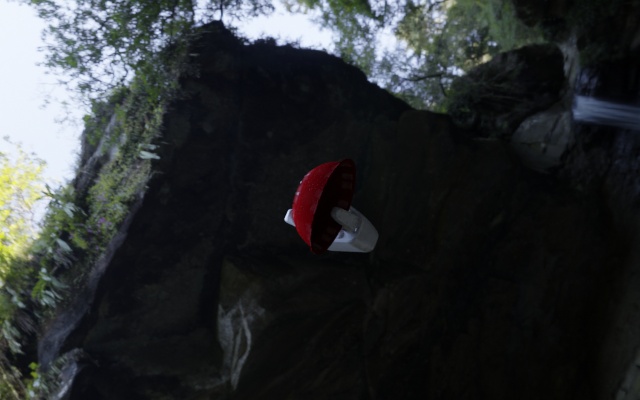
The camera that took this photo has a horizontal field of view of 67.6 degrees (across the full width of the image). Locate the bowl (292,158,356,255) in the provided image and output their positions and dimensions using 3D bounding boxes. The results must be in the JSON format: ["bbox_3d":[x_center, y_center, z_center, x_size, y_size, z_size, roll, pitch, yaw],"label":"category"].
[{"bbox_3d":[0.000,0.002,0.767,0.055,0.162,0.162,20,7,19],"label":"bowl"}]
